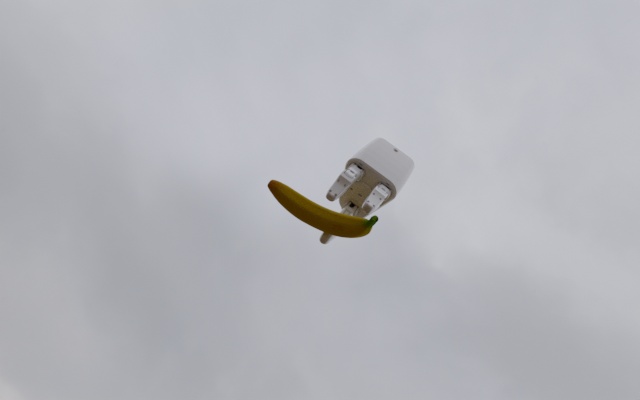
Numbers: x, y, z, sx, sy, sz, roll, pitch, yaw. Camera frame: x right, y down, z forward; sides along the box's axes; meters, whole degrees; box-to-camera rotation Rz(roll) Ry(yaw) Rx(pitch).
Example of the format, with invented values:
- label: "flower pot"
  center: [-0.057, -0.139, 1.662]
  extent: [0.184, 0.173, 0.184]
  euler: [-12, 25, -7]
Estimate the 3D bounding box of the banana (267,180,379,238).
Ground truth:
- label: "banana"
  center: [0.003, 0.019, 0.752]
  extent: [0.198, 0.070, 0.037]
  euler: [18, 40, 25]
